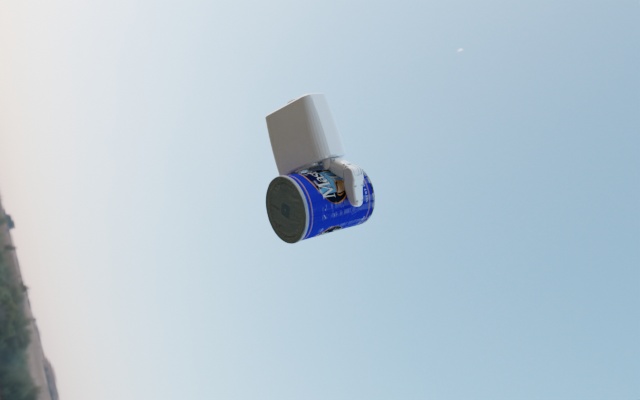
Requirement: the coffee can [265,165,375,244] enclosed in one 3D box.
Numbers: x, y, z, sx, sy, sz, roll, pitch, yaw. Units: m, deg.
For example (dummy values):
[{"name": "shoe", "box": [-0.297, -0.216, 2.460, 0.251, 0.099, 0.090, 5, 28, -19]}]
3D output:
[{"name": "coffee can", "box": [0.000, 0.003, 0.749, 0.140, 0.103, 0.103, -13, 8, -38]}]
